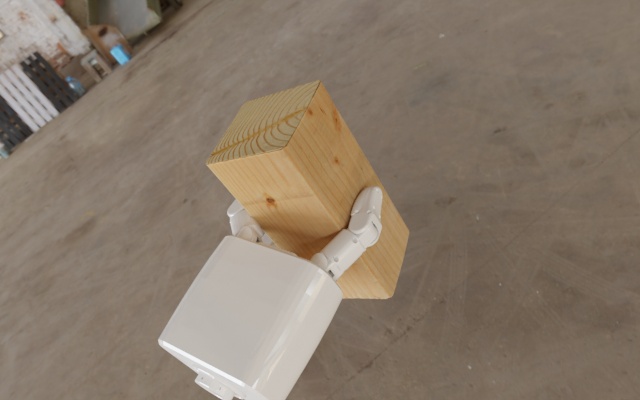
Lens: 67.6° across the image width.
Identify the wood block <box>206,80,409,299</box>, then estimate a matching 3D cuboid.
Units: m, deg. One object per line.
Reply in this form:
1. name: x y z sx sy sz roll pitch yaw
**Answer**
1. wood block: 0.000 0.002 0.465 0.091 0.090 0.206 -7 -46 34
